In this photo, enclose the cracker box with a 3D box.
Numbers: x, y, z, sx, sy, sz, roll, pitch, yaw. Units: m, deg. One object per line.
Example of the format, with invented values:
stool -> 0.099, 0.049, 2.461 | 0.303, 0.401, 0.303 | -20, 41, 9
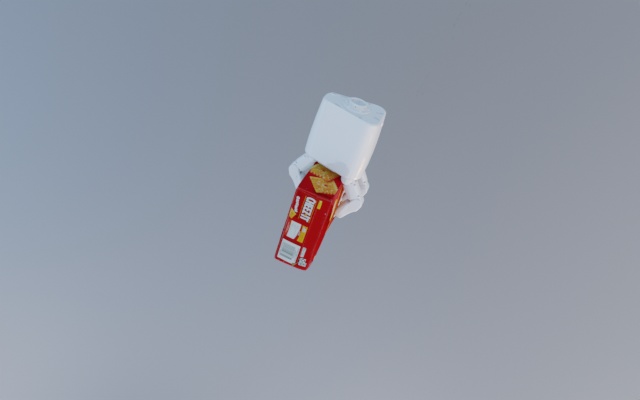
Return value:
cracker box -> 0.000, 0.003, 0.888 | 0.072, 0.164, 0.213 | 24, 34, 6
